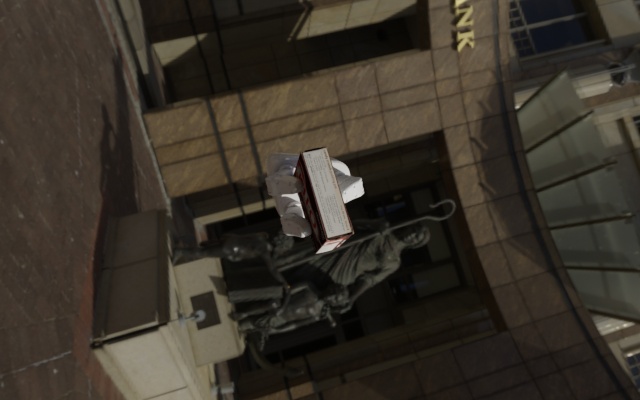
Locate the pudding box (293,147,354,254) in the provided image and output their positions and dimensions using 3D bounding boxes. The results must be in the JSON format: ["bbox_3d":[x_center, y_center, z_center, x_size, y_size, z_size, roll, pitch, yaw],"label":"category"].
[{"bbox_3d":[0.000,0.002,0.588,0.039,0.113,0.090,-16,-13,-12],"label":"pudding box"}]
